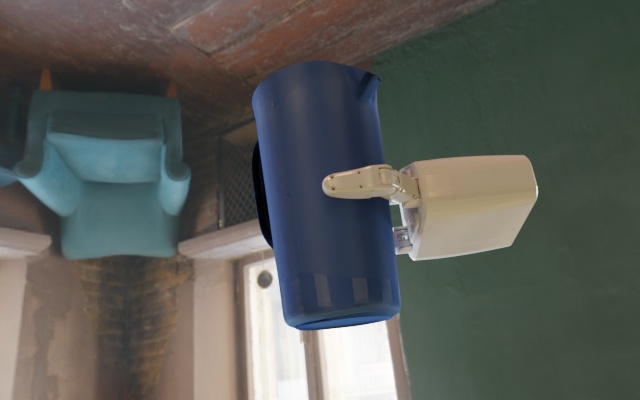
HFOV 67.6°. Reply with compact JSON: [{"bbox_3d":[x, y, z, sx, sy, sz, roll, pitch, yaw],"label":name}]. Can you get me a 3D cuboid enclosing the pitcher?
[{"bbox_3d":[0.000,0.002,0.478,0.145,0.242,0.149,-6,-20,-2],"label":"pitcher"}]
